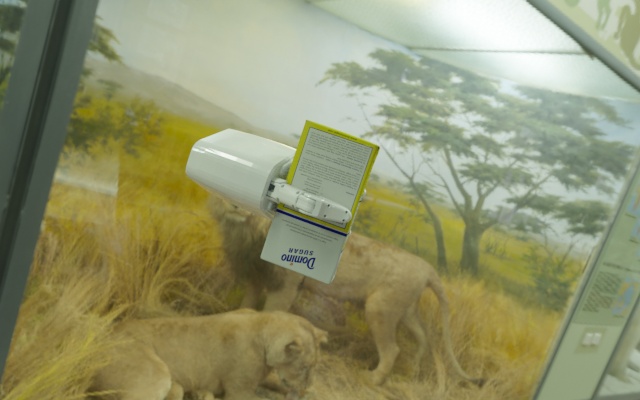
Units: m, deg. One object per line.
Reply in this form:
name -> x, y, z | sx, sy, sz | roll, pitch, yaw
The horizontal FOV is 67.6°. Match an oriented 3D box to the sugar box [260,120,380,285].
sugar box -> 0.000, 0.002, 0.578 | 0.093, 0.176, 0.048 | 20, 8, 7
